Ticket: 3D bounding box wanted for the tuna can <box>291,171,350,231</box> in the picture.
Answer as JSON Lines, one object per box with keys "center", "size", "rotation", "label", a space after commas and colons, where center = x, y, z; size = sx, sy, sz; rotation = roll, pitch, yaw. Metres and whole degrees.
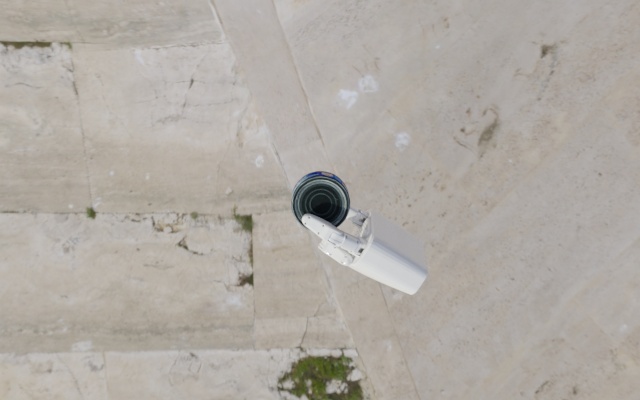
{"center": [0.000, 0.002, 0.692], "size": [0.086, 0.086, 0.033], "rotation": [0, 15, -1], "label": "tuna can"}
